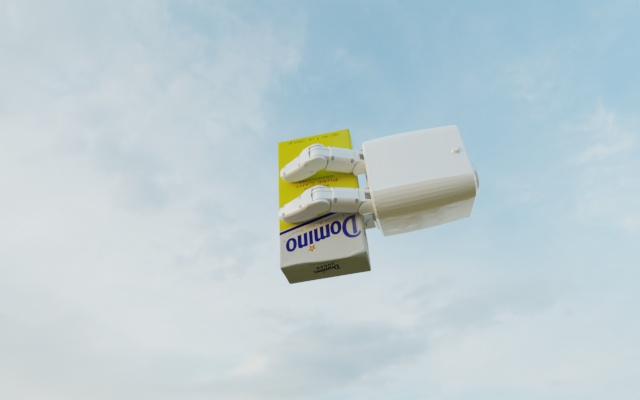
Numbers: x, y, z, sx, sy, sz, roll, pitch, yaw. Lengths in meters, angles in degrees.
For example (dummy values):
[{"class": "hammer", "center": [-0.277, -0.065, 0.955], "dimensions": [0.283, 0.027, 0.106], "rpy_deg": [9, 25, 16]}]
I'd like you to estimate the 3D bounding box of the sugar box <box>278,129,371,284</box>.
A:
[{"class": "sugar box", "center": [0.000, 0.001, 0.545], "dimensions": [0.093, 0.176, 0.048], "rpy_deg": [-11, -39, 7]}]
